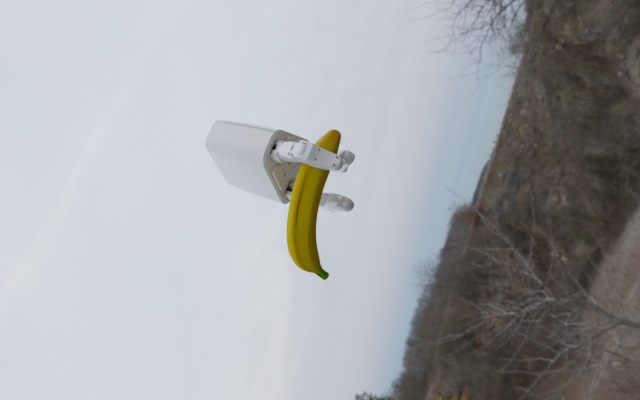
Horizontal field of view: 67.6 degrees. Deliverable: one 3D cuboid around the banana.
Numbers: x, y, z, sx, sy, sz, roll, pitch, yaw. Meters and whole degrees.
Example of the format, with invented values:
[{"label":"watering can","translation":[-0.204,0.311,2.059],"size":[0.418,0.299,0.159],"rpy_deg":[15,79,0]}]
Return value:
[{"label":"banana","translation":[-0.011,0.006,0.605],"size":[0.037,0.198,0.069],"rpy_deg":[11,7,34]}]
